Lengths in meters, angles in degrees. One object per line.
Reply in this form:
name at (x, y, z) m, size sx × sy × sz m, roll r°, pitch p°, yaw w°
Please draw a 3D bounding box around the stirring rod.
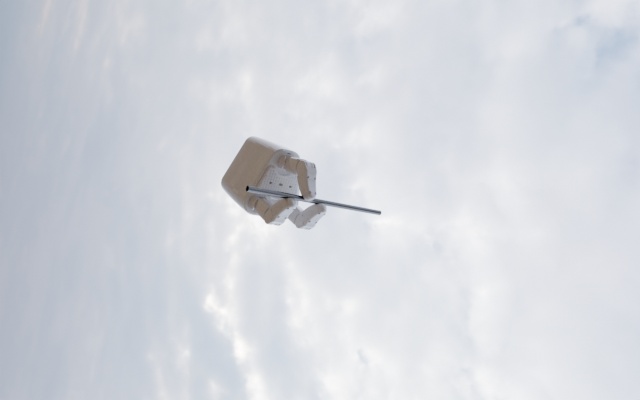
stirring rod at (0.000, 0.002, 0.687) m, size 0.239 × 0.011 × 0.011 m, roll 11°, pitch -7°, yaw -37°
